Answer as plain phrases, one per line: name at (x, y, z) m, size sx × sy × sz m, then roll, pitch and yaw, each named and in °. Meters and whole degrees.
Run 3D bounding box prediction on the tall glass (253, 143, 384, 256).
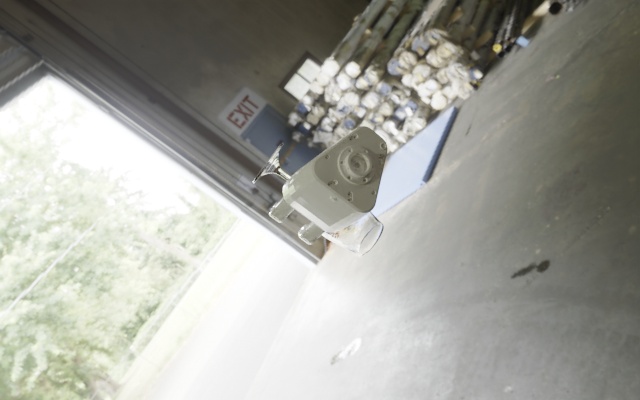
tall glass at (0.000, 0.002, 0.725) m, size 0.201 × 0.079 × 0.079 m, roll 37°, pitch -7°, yaw -9°
